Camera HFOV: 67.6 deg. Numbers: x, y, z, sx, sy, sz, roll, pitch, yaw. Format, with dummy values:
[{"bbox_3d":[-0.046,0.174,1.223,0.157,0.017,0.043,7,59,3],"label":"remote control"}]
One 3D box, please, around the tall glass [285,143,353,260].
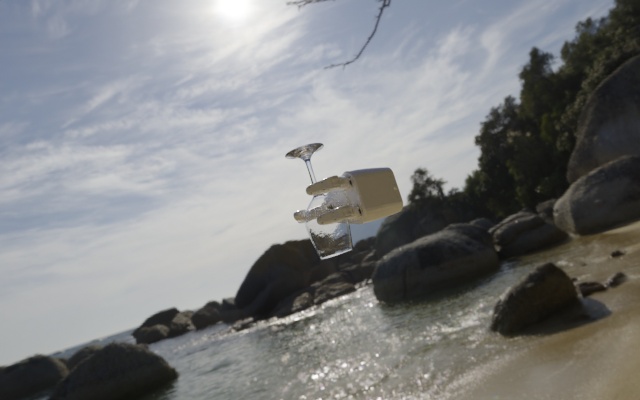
[{"bbox_3d":[0.000,0.002,0.861,0.079,0.201,0.079,-17,-8,-2],"label":"tall glass"}]
